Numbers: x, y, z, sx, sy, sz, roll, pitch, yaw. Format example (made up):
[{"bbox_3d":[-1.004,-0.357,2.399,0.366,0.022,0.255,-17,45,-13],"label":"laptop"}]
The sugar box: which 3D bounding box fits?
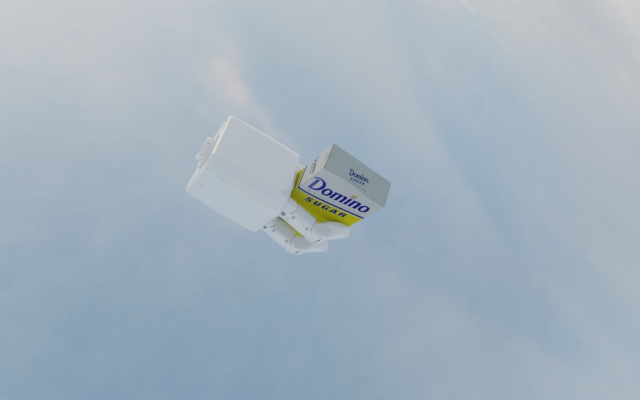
[{"bbox_3d":[0.000,0.002,0.629,0.093,0.048,0.176,32,-34,-18],"label":"sugar box"}]
